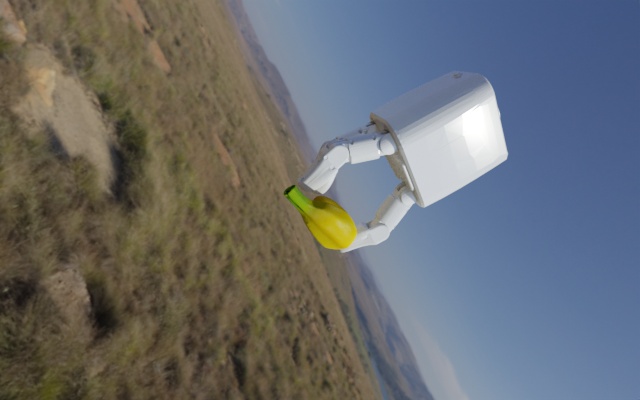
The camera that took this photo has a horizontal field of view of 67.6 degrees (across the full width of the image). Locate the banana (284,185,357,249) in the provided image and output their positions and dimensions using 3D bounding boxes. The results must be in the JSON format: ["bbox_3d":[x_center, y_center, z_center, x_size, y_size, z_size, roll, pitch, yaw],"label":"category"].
[{"bbox_3d":[0.009,0.017,0.480,0.037,0.069,0.198,-31,-6,2],"label":"banana"}]
